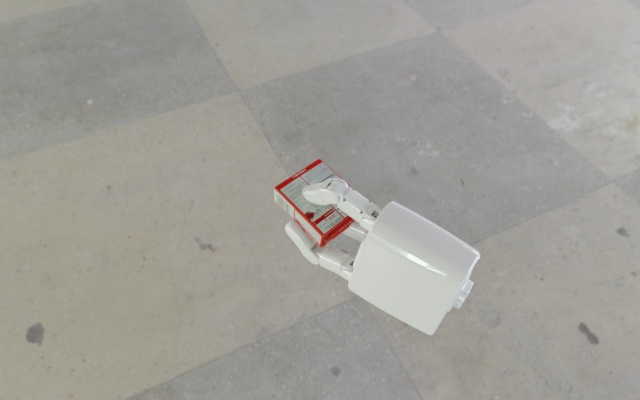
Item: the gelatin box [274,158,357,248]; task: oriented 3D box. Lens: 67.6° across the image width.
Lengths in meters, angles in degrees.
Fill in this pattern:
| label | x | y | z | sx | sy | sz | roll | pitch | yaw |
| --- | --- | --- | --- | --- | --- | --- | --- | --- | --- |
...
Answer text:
| label | x | y | z | sx | sy | sz | roll | pitch | yaw |
| --- | --- | --- | --- | --- | --- | --- | --- | --- | --- |
| gelatin box | 0.000 | 0.001 | 0.563 | 0.073 | 0.089 | 0.030 | -35 | -23 | -26 |
